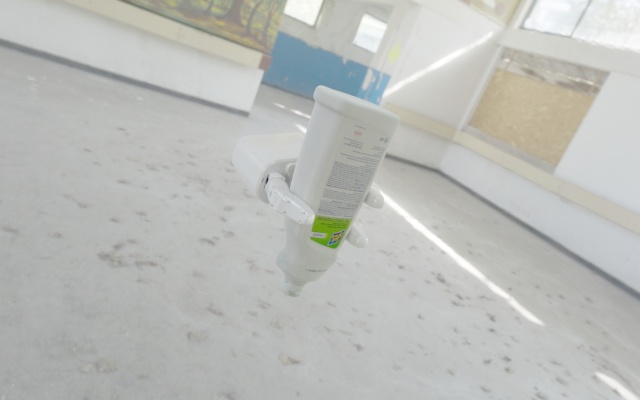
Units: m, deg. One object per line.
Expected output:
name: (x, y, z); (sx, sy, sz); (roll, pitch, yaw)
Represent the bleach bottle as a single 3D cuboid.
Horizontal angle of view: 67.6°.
bleach bottle: (0.000, 0.002, 0.562); (0.102, 0.251, 0.068); (10, 21, -36)
